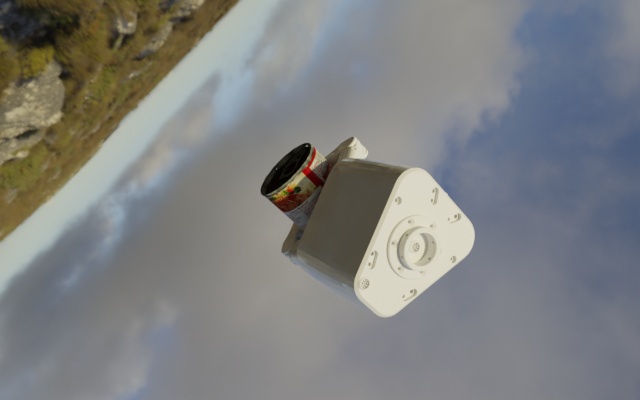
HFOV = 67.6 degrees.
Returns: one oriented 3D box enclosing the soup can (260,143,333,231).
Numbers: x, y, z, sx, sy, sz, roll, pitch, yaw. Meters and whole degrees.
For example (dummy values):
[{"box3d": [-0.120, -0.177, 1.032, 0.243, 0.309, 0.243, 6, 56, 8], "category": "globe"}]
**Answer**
[{"box3d": [0.000, 0.002, 0.477, 0.102, 0.068, 0.068, 44, -20, -23], "category": "soup can"}]
